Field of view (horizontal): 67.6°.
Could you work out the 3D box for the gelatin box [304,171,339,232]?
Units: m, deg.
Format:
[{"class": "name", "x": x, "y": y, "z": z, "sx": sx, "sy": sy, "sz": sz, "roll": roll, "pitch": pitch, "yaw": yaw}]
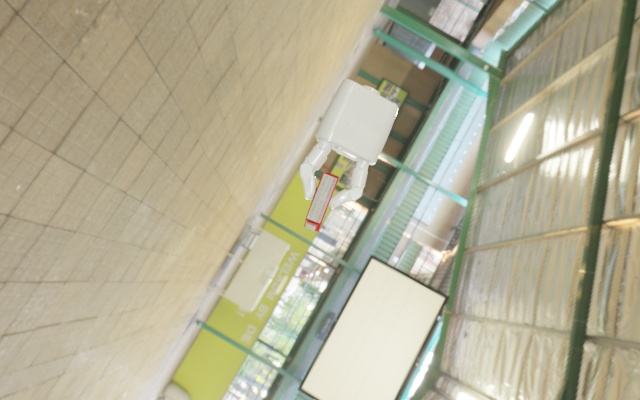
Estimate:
[{"class": "gelatin box", "x": 0.000, "y": 0.003, "z": 0.803, "sx": 0.030, "sy": 0.089, "sz": 0.073, "roll": 20, "pitch": -12, "yaw": 0}]
